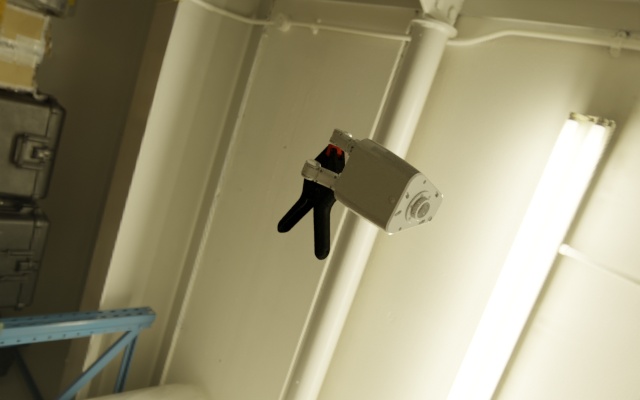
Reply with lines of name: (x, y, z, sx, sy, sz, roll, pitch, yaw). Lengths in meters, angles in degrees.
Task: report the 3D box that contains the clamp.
clamp: (0.001, 0.002, 0.729, 0.039, 0.171, 0.120, 8, 23, -48)
